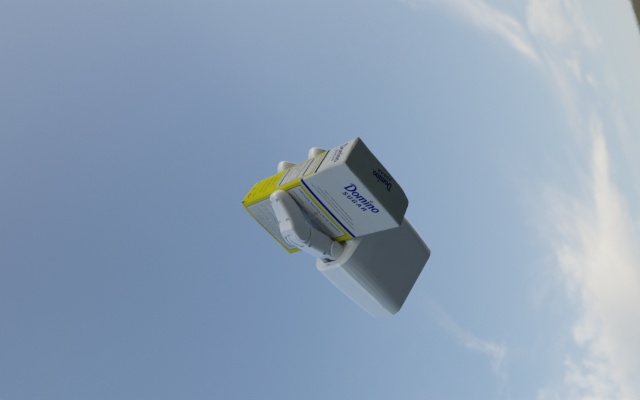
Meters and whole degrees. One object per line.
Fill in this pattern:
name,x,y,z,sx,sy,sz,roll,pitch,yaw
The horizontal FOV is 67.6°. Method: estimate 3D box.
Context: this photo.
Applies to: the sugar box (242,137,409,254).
sugar box,0.000,0.001,0.524,0.176,0.048,0.093,-20,-59,43
